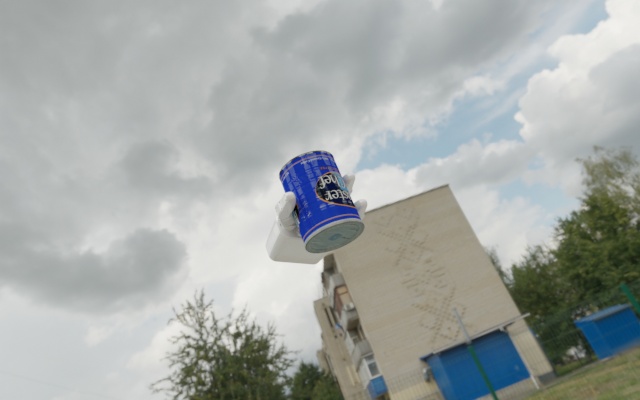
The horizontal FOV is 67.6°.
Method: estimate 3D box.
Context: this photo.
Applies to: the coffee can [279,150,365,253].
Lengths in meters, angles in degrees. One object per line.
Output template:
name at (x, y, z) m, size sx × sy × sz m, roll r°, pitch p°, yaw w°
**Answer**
coffee can at (0.000, 0.003, 0.796) m, size 0.103 × 0.140 × 0.103 m, roll -18°, pitch -26°, yaw -9°
